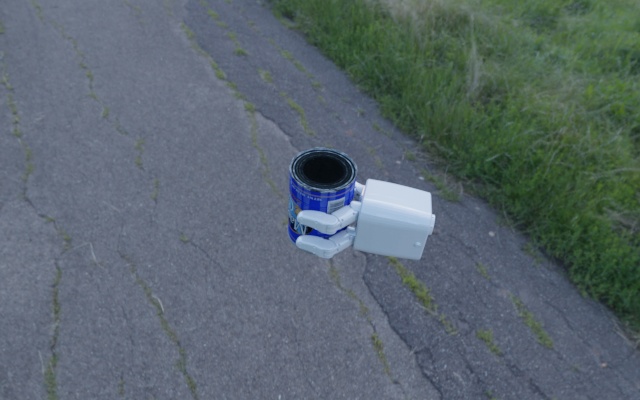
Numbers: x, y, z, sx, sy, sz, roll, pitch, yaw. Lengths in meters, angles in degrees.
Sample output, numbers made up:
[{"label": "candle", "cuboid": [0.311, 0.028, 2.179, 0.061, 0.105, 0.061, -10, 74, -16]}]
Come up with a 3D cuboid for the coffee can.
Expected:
[{"label": "coffee can", "cuboid": [0.000, 0.003, 0.757, 0.103, 0.140, 0.102, 3, 44, -2]}]
